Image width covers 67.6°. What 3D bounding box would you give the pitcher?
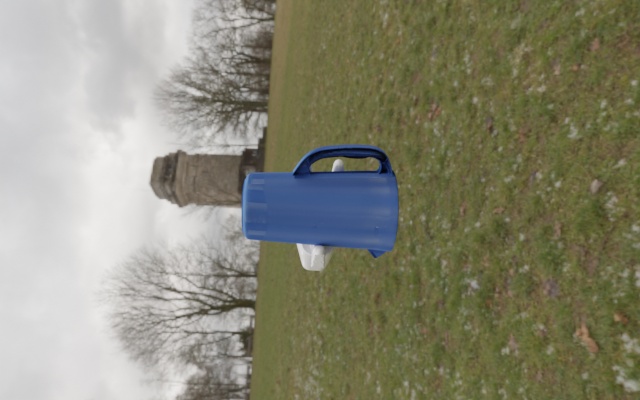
[{"bbox_3d":[0.000,0.003,0.768,0.243,0.149,0.145,2,-24,-3],"label":"pitcher"}]
